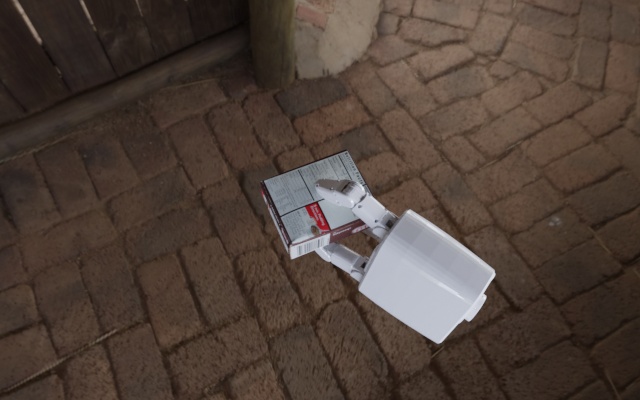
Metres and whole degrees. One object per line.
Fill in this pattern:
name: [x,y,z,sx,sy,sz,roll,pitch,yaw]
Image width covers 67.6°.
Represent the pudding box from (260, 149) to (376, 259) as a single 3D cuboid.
pudding box: [0.000,0.002,0.538,0.113,0.090,0.039,-20,-25,-14]
